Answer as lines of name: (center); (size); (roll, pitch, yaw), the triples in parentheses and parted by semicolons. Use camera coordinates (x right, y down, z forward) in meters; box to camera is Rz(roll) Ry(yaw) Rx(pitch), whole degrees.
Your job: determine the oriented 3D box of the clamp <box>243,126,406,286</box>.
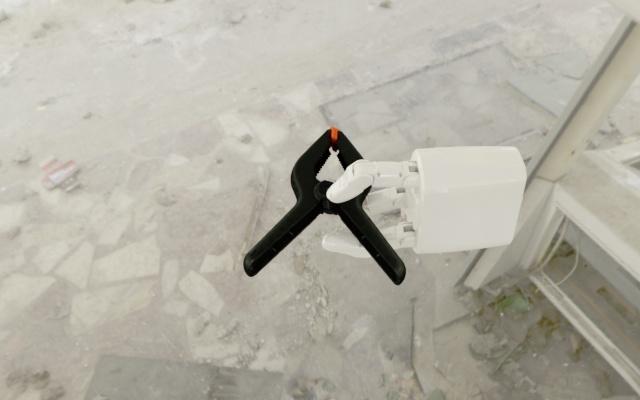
clamp: (0.000, 0.001, 0.534); (0.164, 0.209, 0.036); (-2, -37, -1)
